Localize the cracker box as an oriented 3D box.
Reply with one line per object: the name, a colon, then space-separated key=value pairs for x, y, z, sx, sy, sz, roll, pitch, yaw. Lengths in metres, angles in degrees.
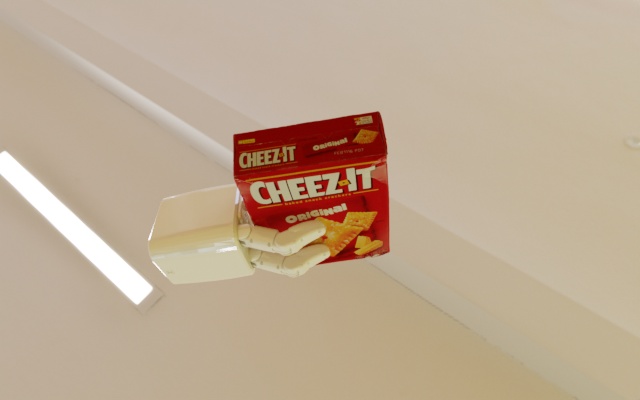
cracker box: x=0.000 y=0.002 z=0.584 sx=0.164 sy=0.072 sz=0.214 roll=-9 pitch=-35 yaw=3
